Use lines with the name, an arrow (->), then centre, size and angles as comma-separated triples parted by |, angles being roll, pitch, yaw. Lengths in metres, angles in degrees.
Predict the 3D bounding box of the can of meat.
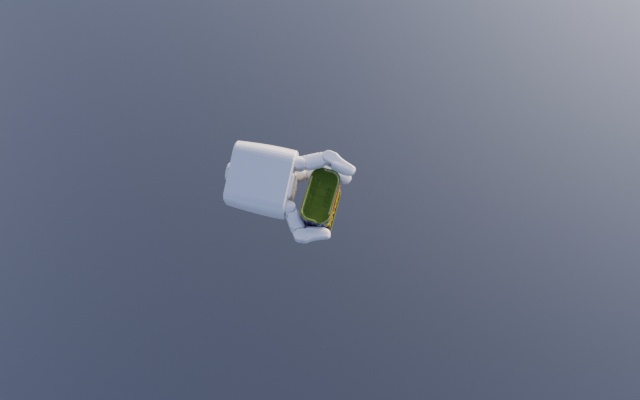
can of meat -> 0.000, 0.003, 0.818 | 0.057, 0.102, 0.084 | 15, -16, 5
